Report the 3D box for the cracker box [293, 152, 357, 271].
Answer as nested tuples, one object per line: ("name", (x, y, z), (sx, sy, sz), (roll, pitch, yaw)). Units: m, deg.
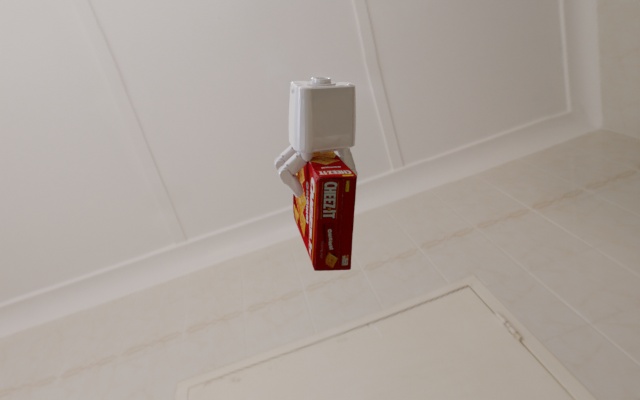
("cracker box", (0.000, 0.003, 0.844), (0.072, 0.164, 0.213), (-2, 21, -11))
